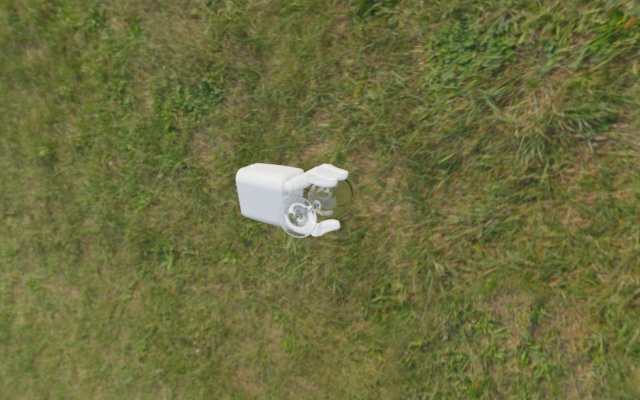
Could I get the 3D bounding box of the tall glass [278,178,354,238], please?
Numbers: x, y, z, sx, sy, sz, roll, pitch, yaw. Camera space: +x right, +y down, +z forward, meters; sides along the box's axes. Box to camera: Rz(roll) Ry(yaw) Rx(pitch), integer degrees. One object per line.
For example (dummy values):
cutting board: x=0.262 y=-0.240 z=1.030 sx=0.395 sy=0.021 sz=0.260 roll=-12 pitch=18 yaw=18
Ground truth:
tall glass: x=0.000 y=0.003 z=0.894 sx=0.079 sy=0.079 sz=0.201 roll=0 pitch=14 yaw=25
